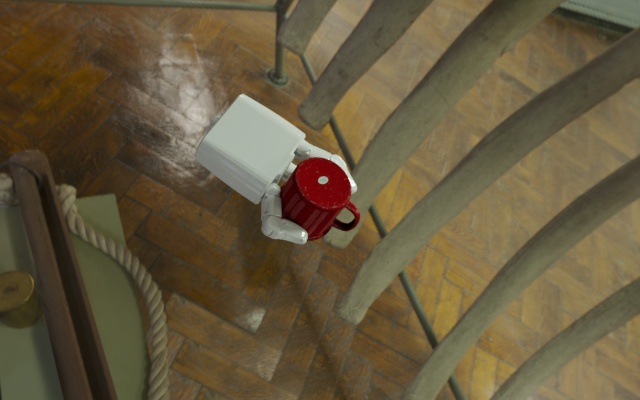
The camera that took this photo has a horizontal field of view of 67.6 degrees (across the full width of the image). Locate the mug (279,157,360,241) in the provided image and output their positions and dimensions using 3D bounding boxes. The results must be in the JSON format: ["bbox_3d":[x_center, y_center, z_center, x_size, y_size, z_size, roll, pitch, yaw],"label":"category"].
[{"bbox_3d":[0.001,0.003,0.639,0.117,0.093,0.081,33,-37,-3],"label":"mug"}]
